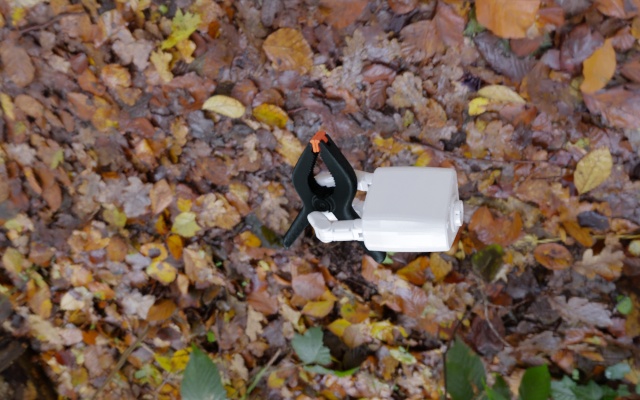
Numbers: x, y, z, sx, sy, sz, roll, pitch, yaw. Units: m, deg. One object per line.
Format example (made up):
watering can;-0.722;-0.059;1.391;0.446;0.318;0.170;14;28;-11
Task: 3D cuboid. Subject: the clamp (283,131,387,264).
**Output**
clamp;0.000;0.002;0.681;0.164;0.210;0.036;0;34;24
